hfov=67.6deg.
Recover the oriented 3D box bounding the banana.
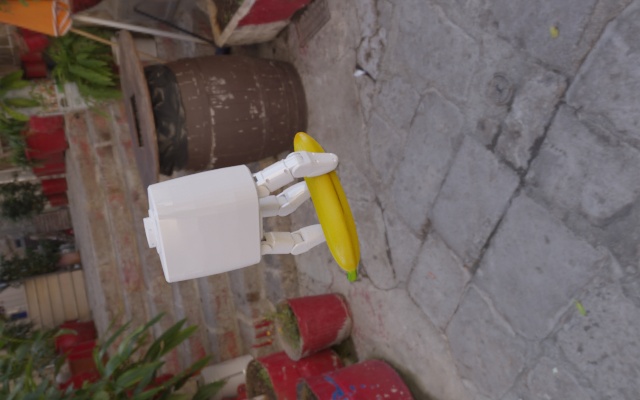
[{"bbox_3d":[0.006,0.000,0.564,0.037,0.197,0.070,-15,-11,-19],"label":"banana"}]
